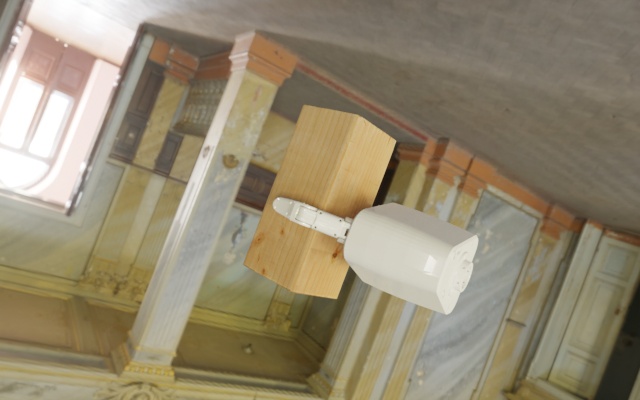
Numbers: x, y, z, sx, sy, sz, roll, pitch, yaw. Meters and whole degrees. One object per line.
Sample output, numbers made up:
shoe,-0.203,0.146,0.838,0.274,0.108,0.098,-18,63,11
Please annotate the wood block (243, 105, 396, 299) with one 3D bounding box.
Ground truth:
wood block,0.000,0.002,0.576,0.090,0.206,0.091,20,-1,40
